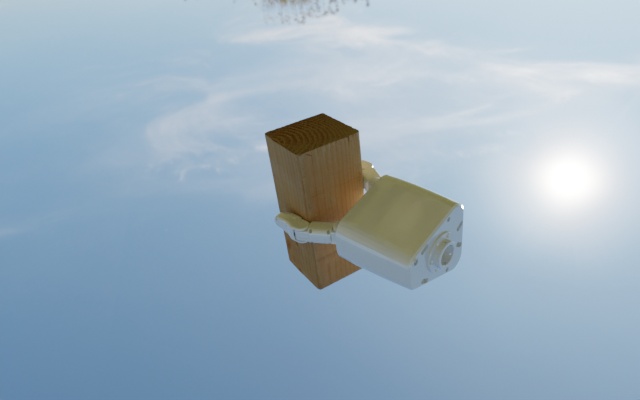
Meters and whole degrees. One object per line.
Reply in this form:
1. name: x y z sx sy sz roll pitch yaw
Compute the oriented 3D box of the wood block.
1. wood block: 0.000 0.002 0.639 0.091 0.206 0.090 -23 35 -23
